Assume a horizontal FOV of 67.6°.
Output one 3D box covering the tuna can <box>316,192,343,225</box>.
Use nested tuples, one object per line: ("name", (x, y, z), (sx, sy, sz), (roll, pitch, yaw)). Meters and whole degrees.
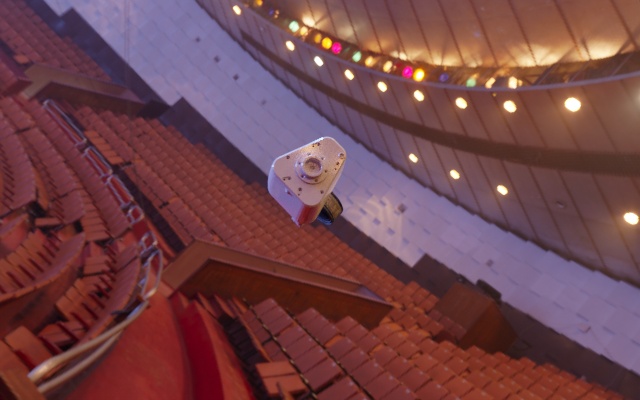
("tuna can", (0.001, 0.002, 0.872), (0.033, 0.086, 0.086), (-46, 17, -18))
